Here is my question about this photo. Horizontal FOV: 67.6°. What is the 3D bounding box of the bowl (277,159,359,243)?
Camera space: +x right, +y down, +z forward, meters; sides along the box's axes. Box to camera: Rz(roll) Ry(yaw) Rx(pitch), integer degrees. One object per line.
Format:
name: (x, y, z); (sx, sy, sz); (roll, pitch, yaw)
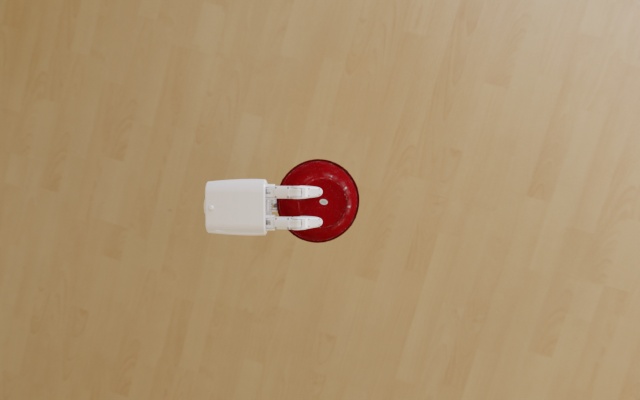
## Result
bowl: (0.001, 0.003, 0.892); (0.162, 0.162, 0.055); (0, 4, -9)
